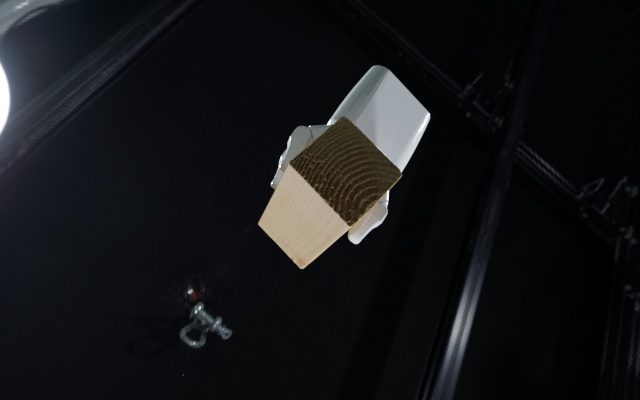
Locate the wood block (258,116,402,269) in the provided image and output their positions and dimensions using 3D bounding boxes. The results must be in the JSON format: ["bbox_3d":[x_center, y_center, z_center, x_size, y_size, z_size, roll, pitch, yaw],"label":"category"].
[{"bbox_3d":[0.001,0.002,0.574,0.090,0.091,0.206,-44,-3,-25],"label":"wood block"}]
